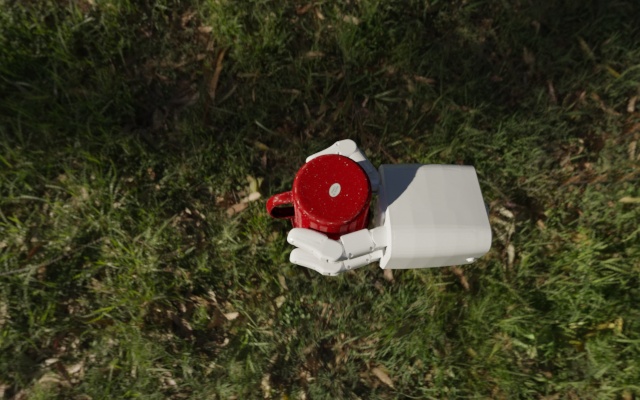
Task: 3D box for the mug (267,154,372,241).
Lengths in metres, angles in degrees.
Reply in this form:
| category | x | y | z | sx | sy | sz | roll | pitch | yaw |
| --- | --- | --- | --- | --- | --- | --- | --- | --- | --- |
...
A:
| category | x | y | z | sx | sy | sz | roll | pitch | yaw |
| --- | --- | --- | --- | --- | --- | --- | --- | --- | --- |
| mug | -0.001 | 0.002 | 0.519 | 0.117 | 0.093 | 0.081 | -2 | -21 | -1 |
